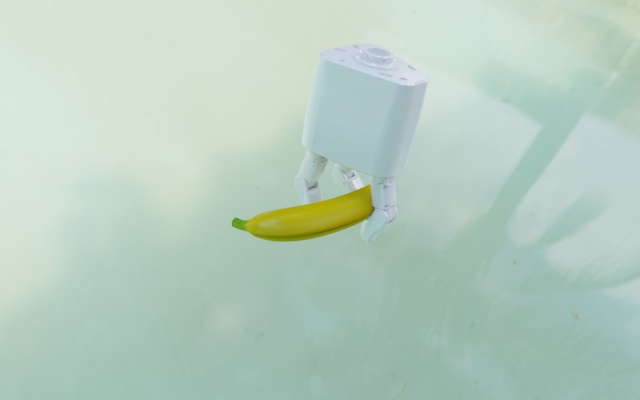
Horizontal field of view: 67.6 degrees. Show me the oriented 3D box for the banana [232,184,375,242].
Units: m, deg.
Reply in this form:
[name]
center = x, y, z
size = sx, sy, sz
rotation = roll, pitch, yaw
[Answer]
[banana]
center = 0.004, 0.011, 0.535
size = 0.198, 0.037, 0.069
rotation = -12, 33, -19
